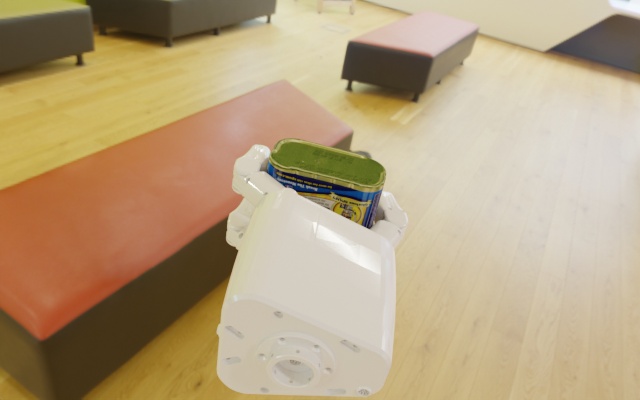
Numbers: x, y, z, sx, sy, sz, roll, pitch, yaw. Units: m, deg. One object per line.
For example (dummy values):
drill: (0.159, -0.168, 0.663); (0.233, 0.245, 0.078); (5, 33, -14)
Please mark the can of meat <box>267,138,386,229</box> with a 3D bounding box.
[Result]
can of meat: (0.000, 0.001, 0.413); (0.102, 0.084, 0.057); (14, 34, 3)
